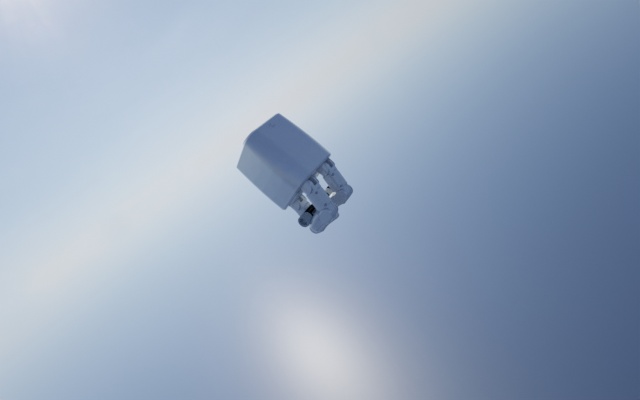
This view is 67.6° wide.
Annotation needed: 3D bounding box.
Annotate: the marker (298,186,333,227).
[{"bbox_3d":[0.000,0.003,0.766,0.020,0.020,0.121,0,31,31],"label":"marker"}]
